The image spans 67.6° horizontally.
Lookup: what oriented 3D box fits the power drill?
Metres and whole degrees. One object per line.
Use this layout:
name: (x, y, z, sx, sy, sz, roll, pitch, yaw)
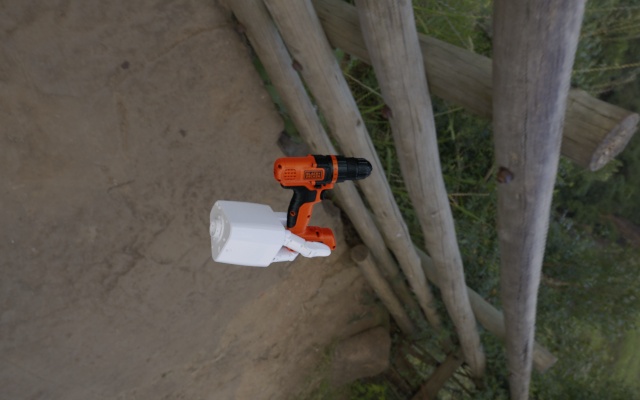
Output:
power drill: (0.000, 0.003, 0.898, 0.184, 0.188, 0.057, -1, 25, -14)
